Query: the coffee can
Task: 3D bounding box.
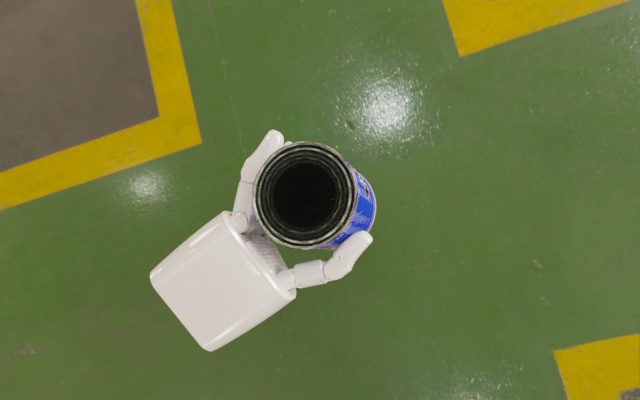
[{"bbox_3d":[0.000,0.002,0.512,0.103,0.103,0.140,0,-6,14],"label":"coffee can"}]
